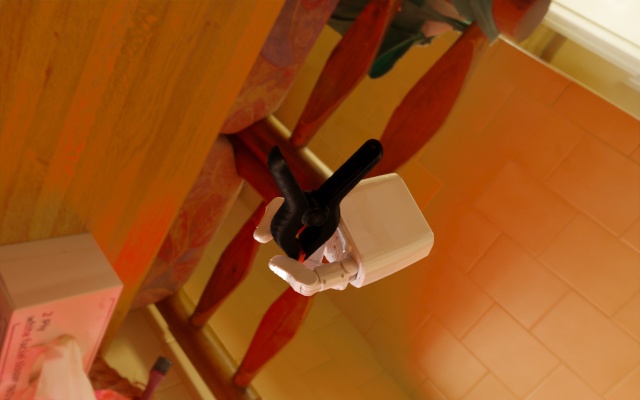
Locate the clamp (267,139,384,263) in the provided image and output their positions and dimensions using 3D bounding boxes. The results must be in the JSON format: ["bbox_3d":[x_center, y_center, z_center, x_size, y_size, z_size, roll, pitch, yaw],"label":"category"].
[{"bbox_3d":[0.000,0.002,0.501,0.120,0.039,0.172,-9,-39,-16],"label":"clamp"}]
